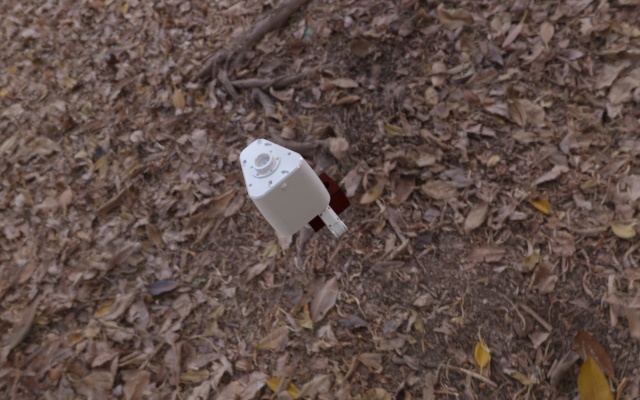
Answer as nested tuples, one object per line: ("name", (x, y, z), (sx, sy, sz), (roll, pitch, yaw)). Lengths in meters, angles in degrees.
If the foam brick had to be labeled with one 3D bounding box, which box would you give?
("foam brick", (0.000, 0.002, 0.791), (0.053, 0.078, 0.051), (47, -6, 40))
